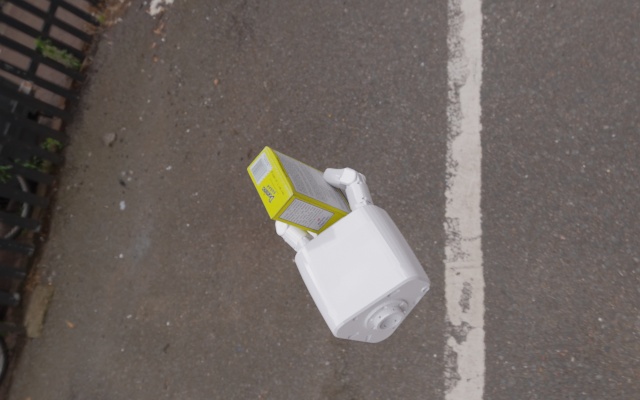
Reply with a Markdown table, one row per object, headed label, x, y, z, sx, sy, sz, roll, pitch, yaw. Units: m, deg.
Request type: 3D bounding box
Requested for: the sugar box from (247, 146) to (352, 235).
| label | x | y | z | sx | sy | sz | roll | pitch | yaw |
| --- | --- | --- | --- | --- | --- | --- | --- | --- | --- |
| sugar box | 0.000 | 0.002 | 0.594 | 0.176 | 0.048 | 0.093 | 26 | 25 | -44 |
